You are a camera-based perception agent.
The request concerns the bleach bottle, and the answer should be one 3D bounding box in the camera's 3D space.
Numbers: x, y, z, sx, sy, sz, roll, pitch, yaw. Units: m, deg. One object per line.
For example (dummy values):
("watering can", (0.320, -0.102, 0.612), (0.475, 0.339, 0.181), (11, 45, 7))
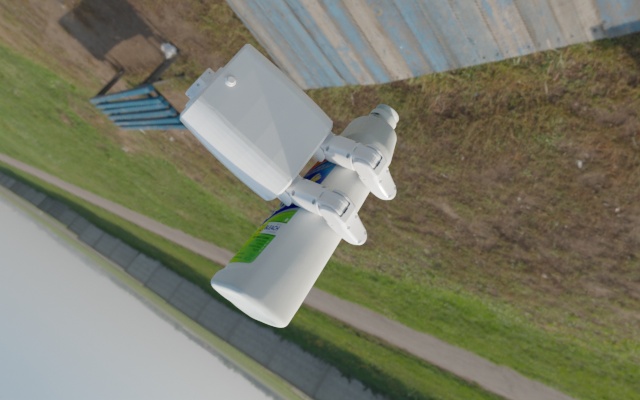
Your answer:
("bleach bottle", (0.000, 0.002, 0.478), (0.068, 0.250, 0.102), (43, -23, -18))
